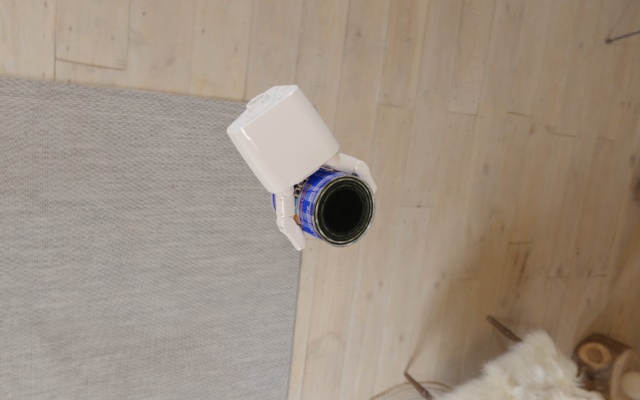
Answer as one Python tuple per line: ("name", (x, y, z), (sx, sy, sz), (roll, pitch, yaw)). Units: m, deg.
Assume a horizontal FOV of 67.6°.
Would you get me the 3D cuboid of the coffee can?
("coffee can", (0.000, 0.002, 0.712), (0.103, 0.103, 0.140), (0, 10, -30))
